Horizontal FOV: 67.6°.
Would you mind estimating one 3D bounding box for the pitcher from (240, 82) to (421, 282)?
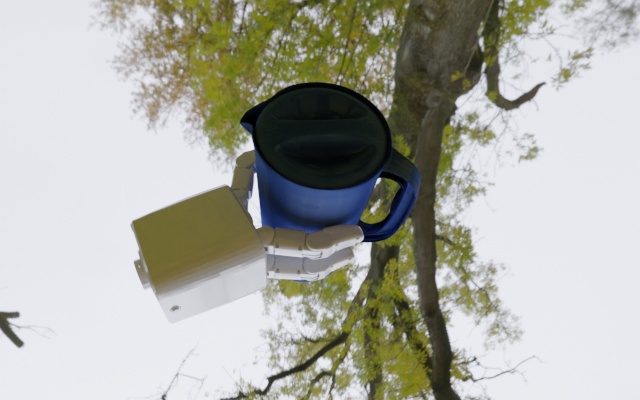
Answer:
[{"bbox_3d":[0.000,0.002,0.541,0.145,0.149,0.243,-20,-29,-19],"label":"pitcher"}]
